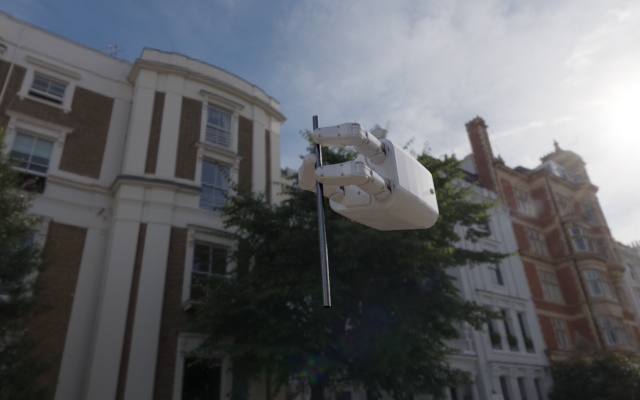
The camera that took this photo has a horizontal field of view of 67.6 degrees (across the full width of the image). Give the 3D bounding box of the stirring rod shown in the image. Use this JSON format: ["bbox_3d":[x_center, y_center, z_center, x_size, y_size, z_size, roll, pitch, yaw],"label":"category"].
[{"bbox_3d":[0.000,0.002,0.540,0.011,0.239,0.011,-3,-28,-1],"label":"stirring rod"}]
